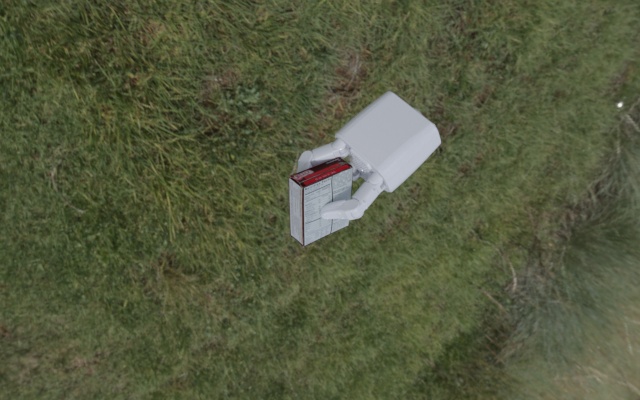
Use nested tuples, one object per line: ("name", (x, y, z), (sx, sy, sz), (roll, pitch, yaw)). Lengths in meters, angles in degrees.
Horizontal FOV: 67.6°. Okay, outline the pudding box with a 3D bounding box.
("pudding box", (0.000, 0.002, 0.692), (0.090, 0.114, 0.039), (-23, 42, -28))
